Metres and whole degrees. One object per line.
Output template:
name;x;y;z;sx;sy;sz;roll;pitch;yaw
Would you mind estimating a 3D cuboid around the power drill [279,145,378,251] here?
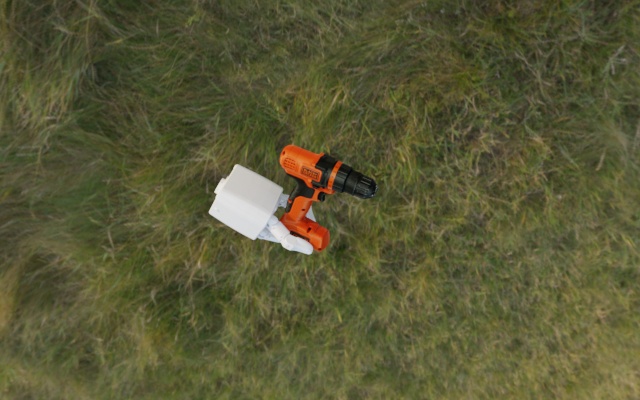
power drill;0.000;0.003;0.892;0.184;0.188;0.057;24;35;12
